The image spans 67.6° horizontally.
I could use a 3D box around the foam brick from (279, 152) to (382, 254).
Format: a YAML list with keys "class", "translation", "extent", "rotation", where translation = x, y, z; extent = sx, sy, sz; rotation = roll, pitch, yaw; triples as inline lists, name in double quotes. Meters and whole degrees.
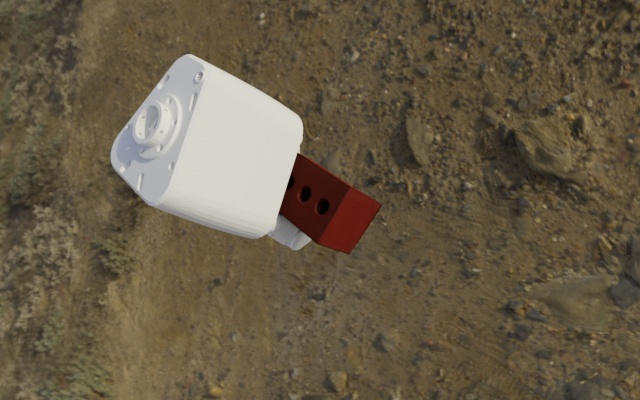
- class: "foam brick"
  translation: [0.000, 0.001, 0.407]
  extent: [0.078, 0.053, 0.051]
  rotation: [34, 5, 37]
